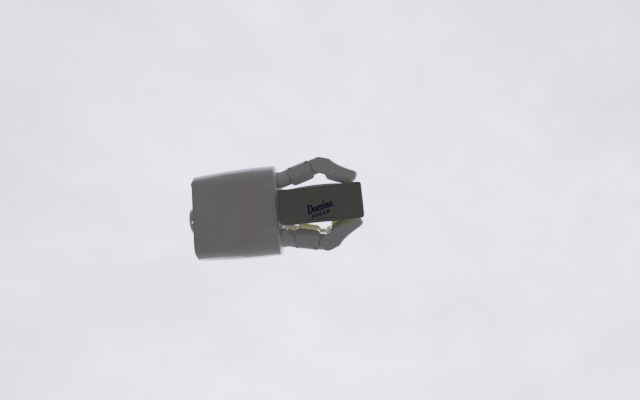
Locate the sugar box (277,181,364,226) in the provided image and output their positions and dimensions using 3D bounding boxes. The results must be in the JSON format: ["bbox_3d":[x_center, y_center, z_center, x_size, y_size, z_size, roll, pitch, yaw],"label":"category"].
[{"bbox_3d":[0.000,0.003,0.593,0.093,0.048,0.176,-6,4,1],"label":"sugar box"}]
